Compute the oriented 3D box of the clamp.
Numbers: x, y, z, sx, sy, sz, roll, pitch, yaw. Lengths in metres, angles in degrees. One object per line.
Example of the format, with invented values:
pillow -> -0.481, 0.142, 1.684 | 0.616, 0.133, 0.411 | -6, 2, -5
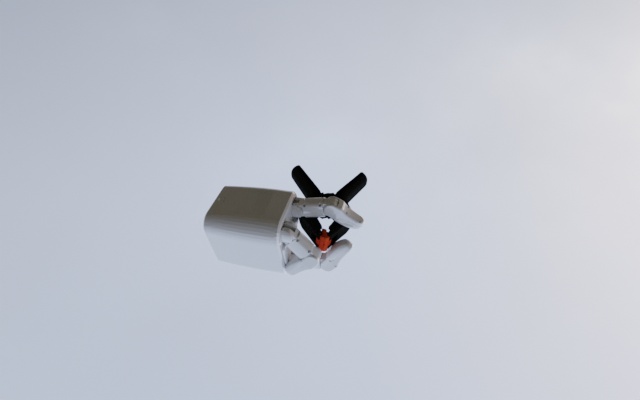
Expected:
clamp -> 0.000, 0.003, 0.711 | 0.120, 0.039, 0.171 | 7, 37, 10
